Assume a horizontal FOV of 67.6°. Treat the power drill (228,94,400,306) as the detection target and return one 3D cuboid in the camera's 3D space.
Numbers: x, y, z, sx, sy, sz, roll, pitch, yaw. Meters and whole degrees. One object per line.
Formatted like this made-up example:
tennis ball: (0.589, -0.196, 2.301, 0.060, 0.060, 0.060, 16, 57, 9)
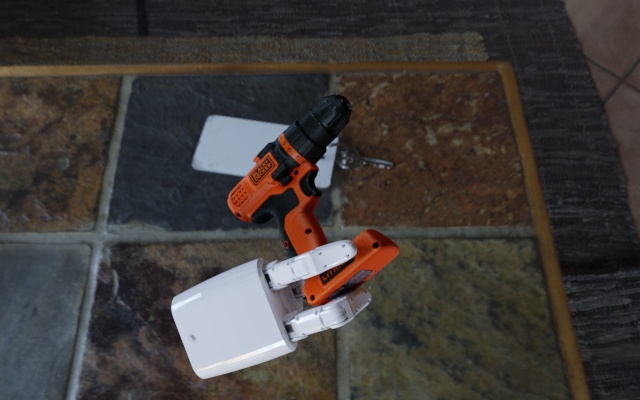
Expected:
power drill: (0.000, 0.002, 0.511, 0.184, 0.187, 0.057, -45, -30, 18)
